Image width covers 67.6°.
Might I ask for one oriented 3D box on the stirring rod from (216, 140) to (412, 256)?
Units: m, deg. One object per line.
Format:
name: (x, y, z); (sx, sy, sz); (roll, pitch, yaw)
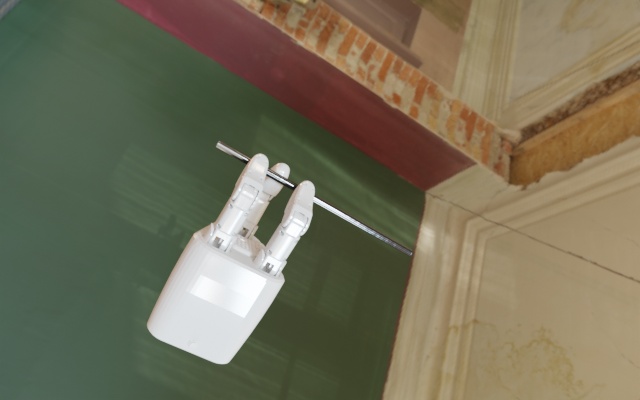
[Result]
stirring rod: (0.000, 0.002, 0.499); (0.239, 0.011, 0.011); (30, -9, -17)
